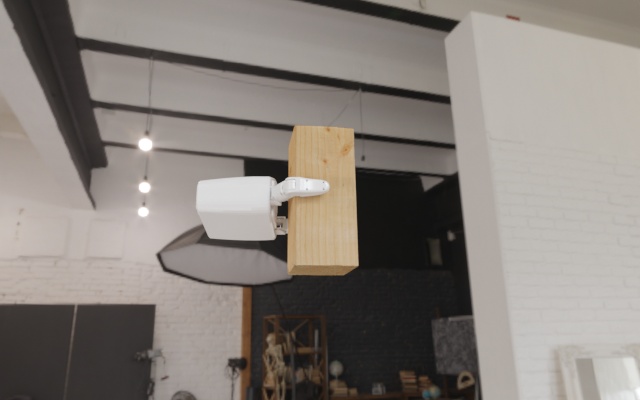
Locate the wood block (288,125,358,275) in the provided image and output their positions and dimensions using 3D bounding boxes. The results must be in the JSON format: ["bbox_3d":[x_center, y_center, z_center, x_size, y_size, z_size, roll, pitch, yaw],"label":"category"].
[{"bbox_3d":[0.000,0.002,0.710,0.090,0.206,0.091,2,-17,-10],"label":"wood block"}]
